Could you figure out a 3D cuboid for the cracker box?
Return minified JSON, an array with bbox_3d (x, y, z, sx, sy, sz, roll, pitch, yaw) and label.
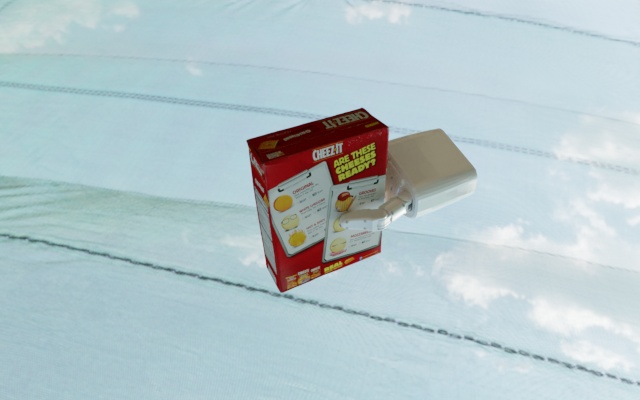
[{"bbox_3d":[0.000,0.002,0.630,0.164,0.214,0.072,-19,41,-19],"label":"cracker box"}]
